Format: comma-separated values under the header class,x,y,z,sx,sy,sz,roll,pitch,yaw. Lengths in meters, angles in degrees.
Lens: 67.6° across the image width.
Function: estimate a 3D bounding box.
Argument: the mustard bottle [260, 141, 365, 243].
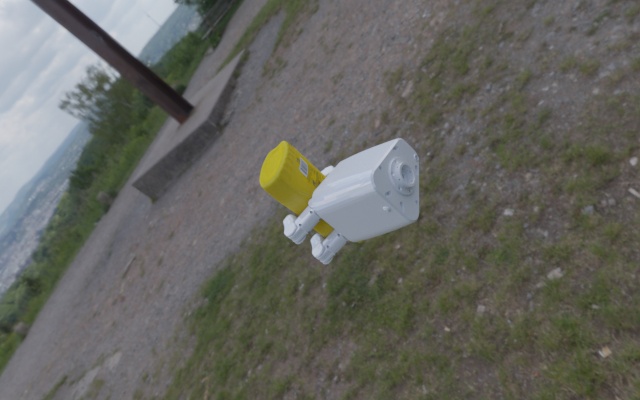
class,x,y,z,sx,sy,sz,roll,pitch,yaw
mustard bottle,0.000,0.002,0.696,0.058,0.096,0.192,-38,-62,24
